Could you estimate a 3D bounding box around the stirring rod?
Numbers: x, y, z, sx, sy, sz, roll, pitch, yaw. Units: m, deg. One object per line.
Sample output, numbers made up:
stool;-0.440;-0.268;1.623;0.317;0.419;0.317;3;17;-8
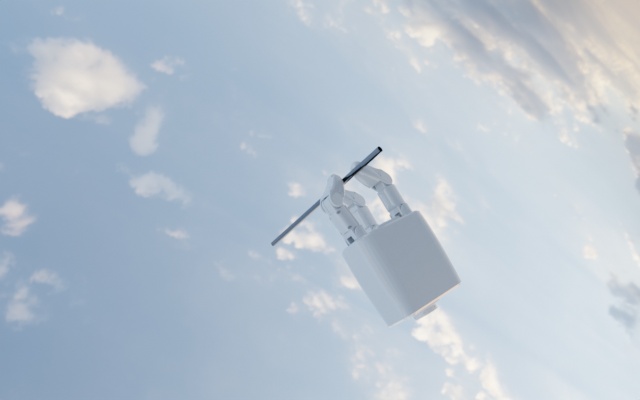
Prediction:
stirring rod;0.000;0.002;0.640;0.011;0.011;0.240;0;-32;-44
